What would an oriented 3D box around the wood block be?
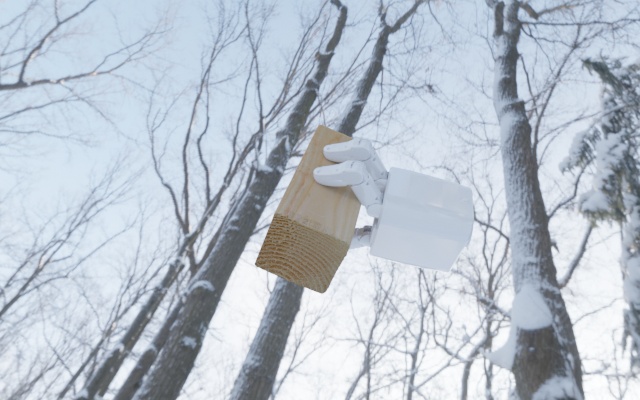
[{"bbox_3d":[0.000,0.002,0.602,0.090,0.091,0.206,23,38,-1],"label":"wood block"}]
